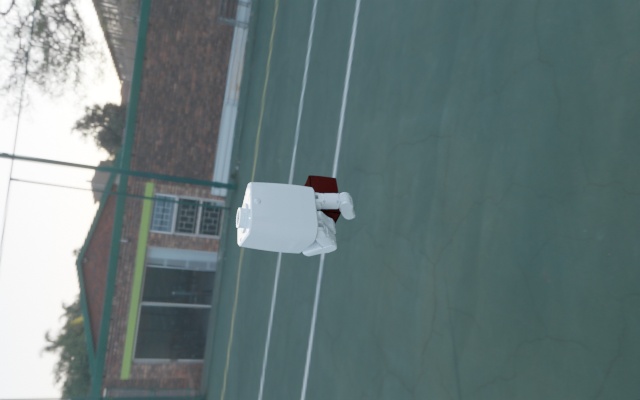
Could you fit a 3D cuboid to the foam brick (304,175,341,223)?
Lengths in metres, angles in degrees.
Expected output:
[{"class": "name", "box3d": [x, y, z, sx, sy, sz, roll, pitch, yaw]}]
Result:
[{"class": "foam brick", "box3d": [0.000, 0.003, 0.827, 0.051, 0.078, 0.053, 5, -38, -16]}]
